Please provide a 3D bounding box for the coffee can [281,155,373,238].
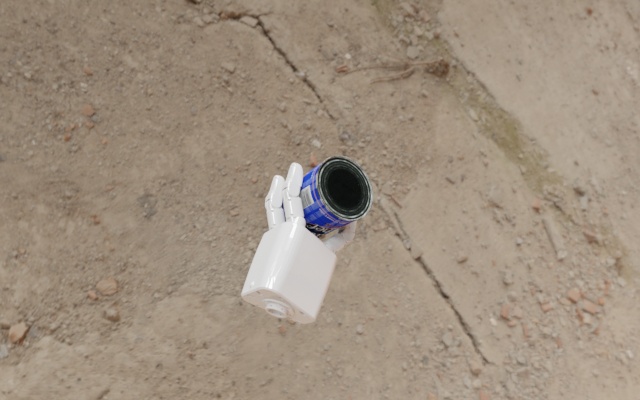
[{"bbox_3d":[0.000,0.002,0.756,0.103,0.102,0.140,0,-18,-34],"label":"coffee can"}]
